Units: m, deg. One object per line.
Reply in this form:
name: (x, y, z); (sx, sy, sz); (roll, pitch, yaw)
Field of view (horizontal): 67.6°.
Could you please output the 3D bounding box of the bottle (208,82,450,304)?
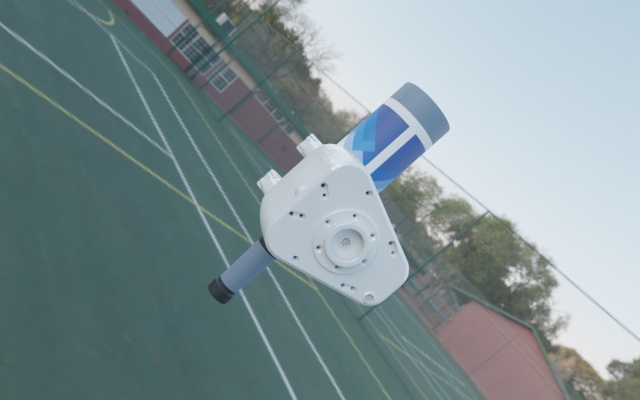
bottle: (0.000, 0.001, 0.496); (0.296, 0.069, 0.069); (-42, -3, 3)
